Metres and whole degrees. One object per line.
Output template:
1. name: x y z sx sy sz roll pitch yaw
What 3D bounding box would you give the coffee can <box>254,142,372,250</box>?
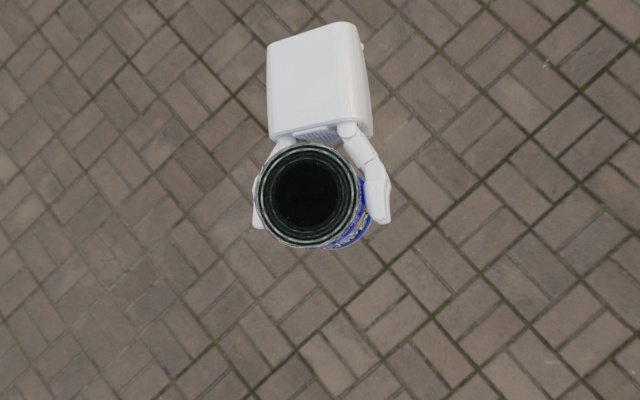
1. coffee can: 0.000 0.002 0.518 0.103 0.103 0.140 0 -6 12
